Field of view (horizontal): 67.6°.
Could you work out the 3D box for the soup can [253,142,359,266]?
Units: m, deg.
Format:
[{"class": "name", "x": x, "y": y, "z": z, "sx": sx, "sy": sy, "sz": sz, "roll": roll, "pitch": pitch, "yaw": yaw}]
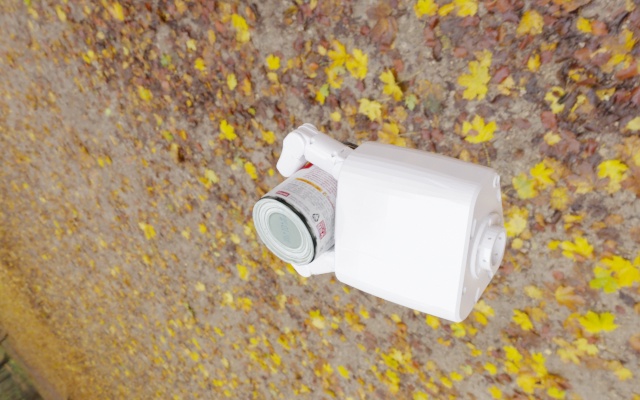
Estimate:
[{"class": "soup can", "x": -0.001, "y": 0.001, "z": 0.414, "sx": 0.068, "sy": 0.068, "sz": 0.102, "roll": 0, "pitch": 30, "yaw": 45}]
